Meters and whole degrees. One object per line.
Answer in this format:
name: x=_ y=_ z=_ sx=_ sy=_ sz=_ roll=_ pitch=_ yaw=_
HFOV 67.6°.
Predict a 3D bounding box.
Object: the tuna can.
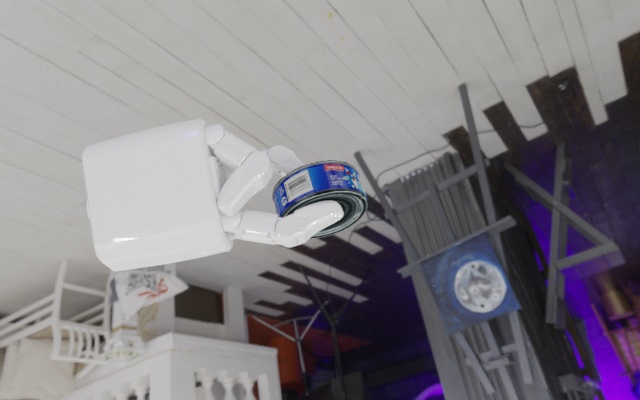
tuna can: x=0.000 y=0.002 z=0.446 sx=0.086 sy=0.033 sz=0.086 roll=-12 pitch=-30 yaw=-7
